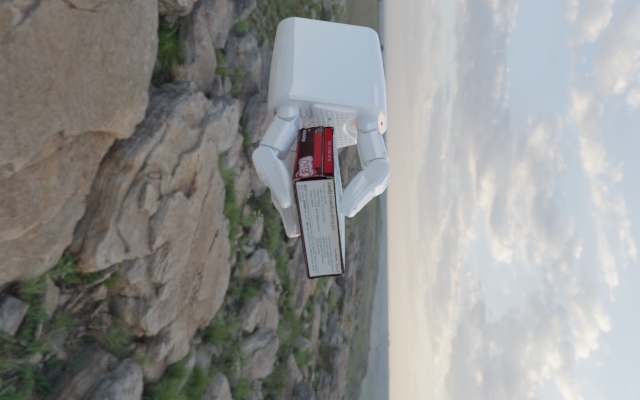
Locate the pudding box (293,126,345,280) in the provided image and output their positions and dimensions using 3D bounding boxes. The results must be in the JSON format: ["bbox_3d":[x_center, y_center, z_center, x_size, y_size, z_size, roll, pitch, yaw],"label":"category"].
[{"bbox_3d":[0.000,0.001,0.438,0.039,0.114,0.090,-5,35,6],"label":"pudding box"}]
